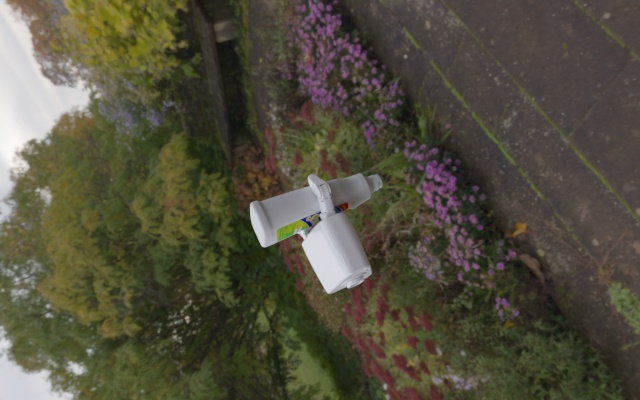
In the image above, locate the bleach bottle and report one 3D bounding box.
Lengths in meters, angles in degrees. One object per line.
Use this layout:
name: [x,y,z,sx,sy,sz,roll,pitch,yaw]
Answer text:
bleach bottle: [0.000,0.003,0.870,0.251,0.068,0.103,-21,-21,-16]
